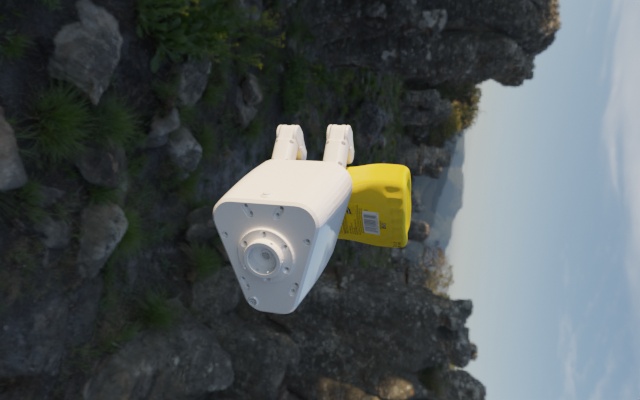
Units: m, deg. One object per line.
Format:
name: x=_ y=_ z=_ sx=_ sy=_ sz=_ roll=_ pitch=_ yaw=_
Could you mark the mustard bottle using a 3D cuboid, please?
mustard bottle: x=0.000 y=0.002 z=0.522 sx=0.191 sy=0.096 sz=0.058 roll=4 pitch=46 yaw=15
